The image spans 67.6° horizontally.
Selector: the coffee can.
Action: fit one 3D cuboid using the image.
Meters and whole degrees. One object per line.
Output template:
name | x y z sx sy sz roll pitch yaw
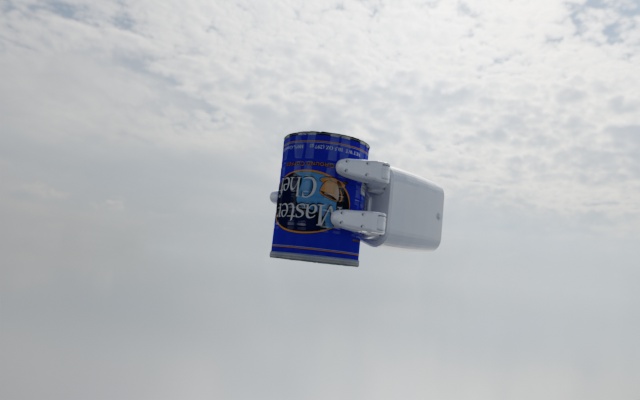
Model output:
coffee can | 0.000 0.002 0.553 0.103 0.140 0.103 6 -8 1
